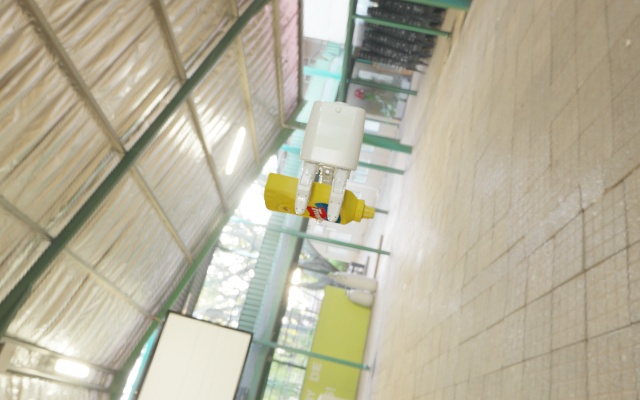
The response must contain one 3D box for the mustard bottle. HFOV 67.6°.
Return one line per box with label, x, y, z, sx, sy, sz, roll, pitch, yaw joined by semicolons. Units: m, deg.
mustard bottle;0.000;0.003;0.834;0.191;0.058;0.096;12;-25;4
